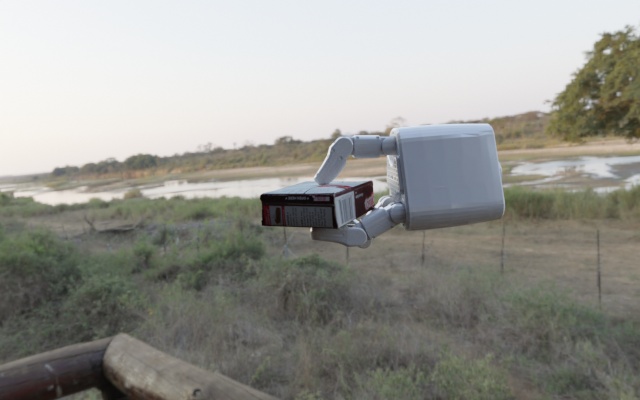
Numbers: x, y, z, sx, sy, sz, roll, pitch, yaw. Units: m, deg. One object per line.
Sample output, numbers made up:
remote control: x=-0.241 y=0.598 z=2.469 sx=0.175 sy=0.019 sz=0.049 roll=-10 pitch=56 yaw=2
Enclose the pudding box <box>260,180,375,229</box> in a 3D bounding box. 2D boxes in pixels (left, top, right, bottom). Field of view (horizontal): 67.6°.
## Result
pudding box: x=0.000 y=0.002 z=0.529 sx=0.090 sy=0.039 sz=0.113 roll=0 pitch=8 yaw=26
